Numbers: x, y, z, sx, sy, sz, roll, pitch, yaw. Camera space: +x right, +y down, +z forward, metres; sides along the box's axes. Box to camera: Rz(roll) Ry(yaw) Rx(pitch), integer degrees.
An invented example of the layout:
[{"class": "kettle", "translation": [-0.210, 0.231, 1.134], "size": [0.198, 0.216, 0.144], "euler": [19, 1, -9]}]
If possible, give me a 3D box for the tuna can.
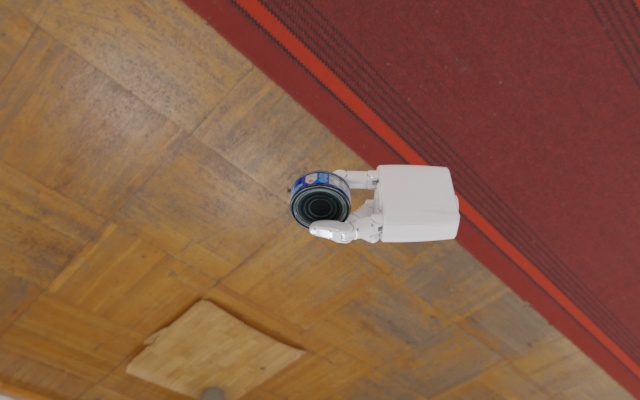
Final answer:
[{"class": "tuna can", "translation": [0.000, 0.003, 0.666], "size": [0.086, 0.086, 0.033], "euler": [0, 40, 3]}]
